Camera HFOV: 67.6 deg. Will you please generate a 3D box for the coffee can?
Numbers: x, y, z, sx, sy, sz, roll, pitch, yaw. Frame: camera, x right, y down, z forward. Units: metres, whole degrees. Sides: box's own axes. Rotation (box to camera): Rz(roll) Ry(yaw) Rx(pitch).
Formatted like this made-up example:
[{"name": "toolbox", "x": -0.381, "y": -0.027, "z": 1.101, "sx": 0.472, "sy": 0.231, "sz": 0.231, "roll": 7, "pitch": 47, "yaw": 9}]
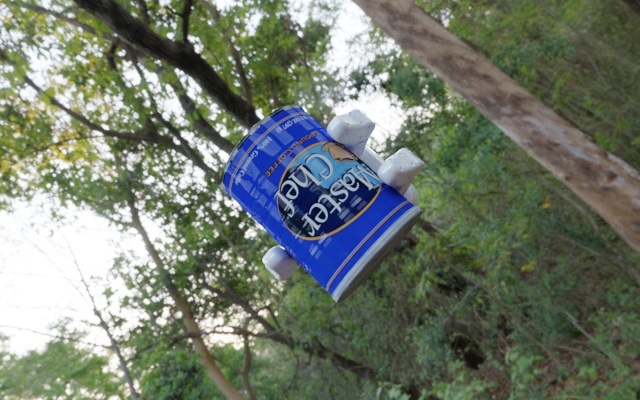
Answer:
[{"name": "coffee can", "x": 0.000, "y": 0.001, "z": 0.409, "sx": 0.140, "sy": 0.103, "sz": 0.103, "roll": 43, "pitch": 12, "yaw": 14}]
